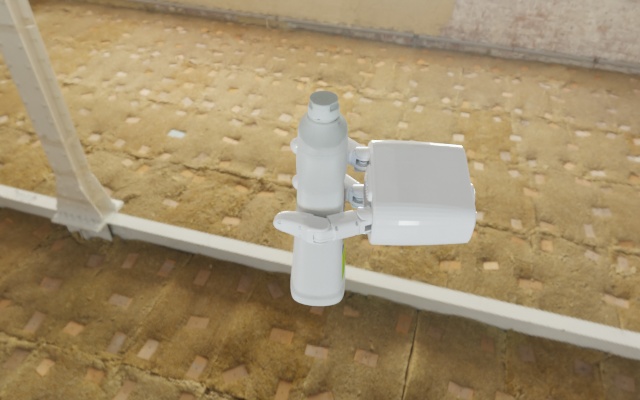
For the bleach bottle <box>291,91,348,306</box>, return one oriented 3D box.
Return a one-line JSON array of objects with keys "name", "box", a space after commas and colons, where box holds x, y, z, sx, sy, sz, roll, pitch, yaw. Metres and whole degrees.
[{"name": "bleach bottle", "box": [0.000, 0.002, 0.531, 0.068, 0.251, 0.102, 2, 42, 1]}]
